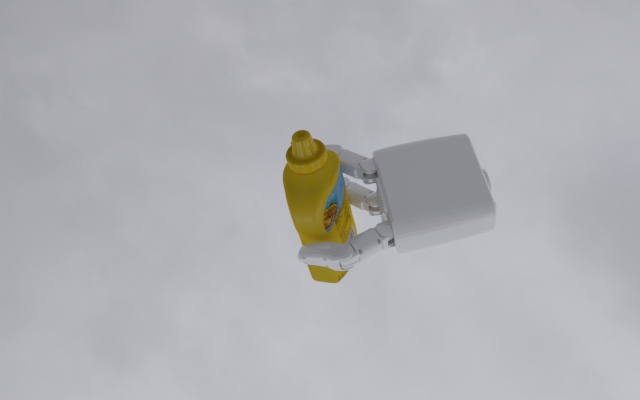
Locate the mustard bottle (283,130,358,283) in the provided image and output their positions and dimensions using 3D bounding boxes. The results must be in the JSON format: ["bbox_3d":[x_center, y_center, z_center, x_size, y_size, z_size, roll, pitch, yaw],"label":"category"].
[{"bbox_3d":[0.000,0.002,0.525,0.058,0.096,0.192,5,-40,19],"label":"mustard bottle"}]
